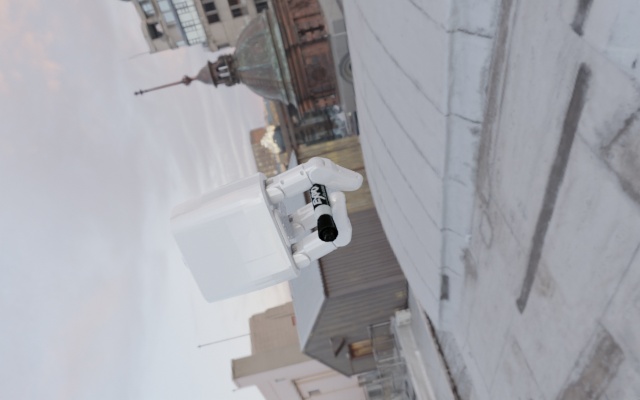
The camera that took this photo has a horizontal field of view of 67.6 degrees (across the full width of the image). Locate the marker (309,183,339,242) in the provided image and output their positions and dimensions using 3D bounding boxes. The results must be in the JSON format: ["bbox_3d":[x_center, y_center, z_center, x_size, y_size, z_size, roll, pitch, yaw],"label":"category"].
[{"bbox_3d":[0.000,0.002,0.473,0.020,0.020,0.121,0,32,-9],"label":"marker"}]
